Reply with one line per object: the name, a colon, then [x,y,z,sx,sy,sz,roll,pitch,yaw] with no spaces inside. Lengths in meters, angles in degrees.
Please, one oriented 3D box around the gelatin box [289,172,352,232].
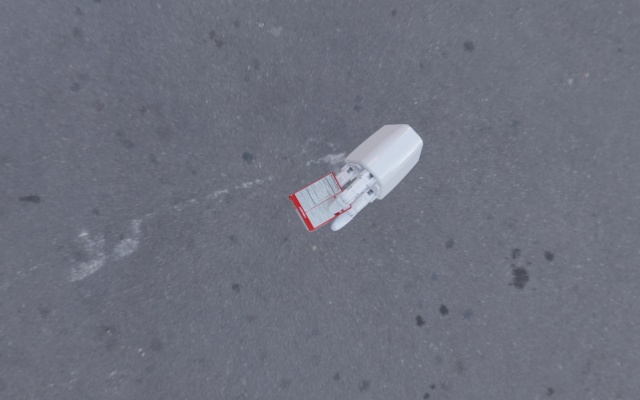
gelatin box: [0.000,0.003,0.840,0.089,0.073,0.030,-30,1,-14]
